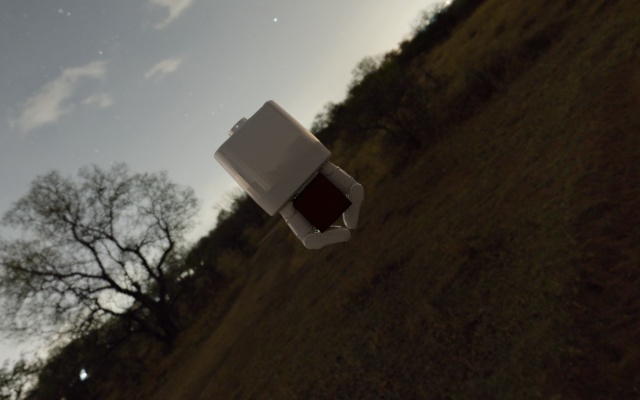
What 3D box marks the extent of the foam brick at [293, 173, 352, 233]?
[{"bbox_3d":[0.000,0.002,0.599,0.051,0.053,0.078,44,0,-5],"label":"foam brick"}]
